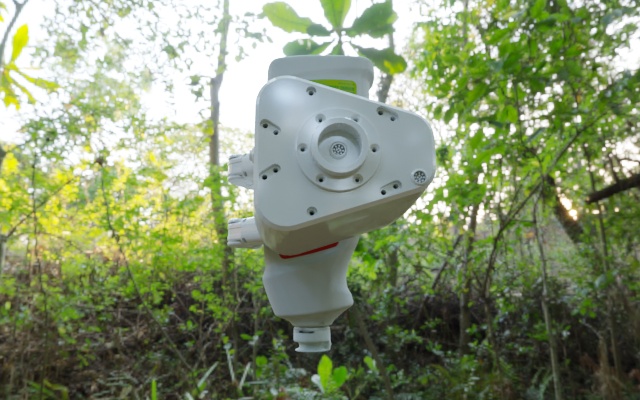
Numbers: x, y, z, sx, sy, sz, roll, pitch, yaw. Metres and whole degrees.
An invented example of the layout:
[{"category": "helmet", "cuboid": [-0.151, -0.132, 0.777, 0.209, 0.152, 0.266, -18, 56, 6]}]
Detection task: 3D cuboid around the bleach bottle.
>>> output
[{"category": "bleach bottle", "cuboid": [0.000, 0.001, 0.420, 0.102, 0.250, 0.068, 0, -11, -2]}]
